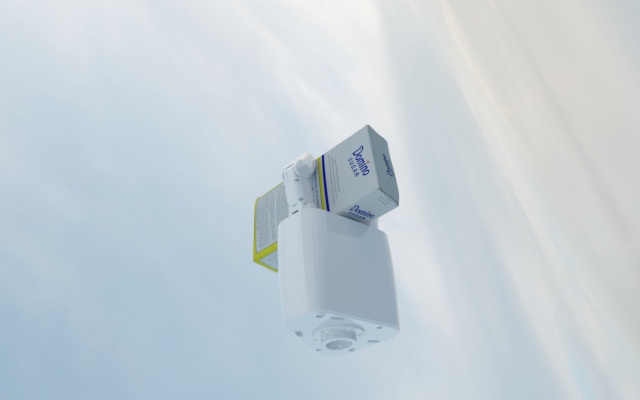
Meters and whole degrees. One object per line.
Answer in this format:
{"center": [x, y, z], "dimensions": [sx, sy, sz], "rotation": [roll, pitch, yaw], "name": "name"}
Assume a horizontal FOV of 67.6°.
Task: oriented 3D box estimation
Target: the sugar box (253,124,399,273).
{"center": [0.000, 0.002, 0.527], "dimensions": [0.176, 0.093, 0.048], "rotation": [-29, -44, 28], "name": "sugar box"}
